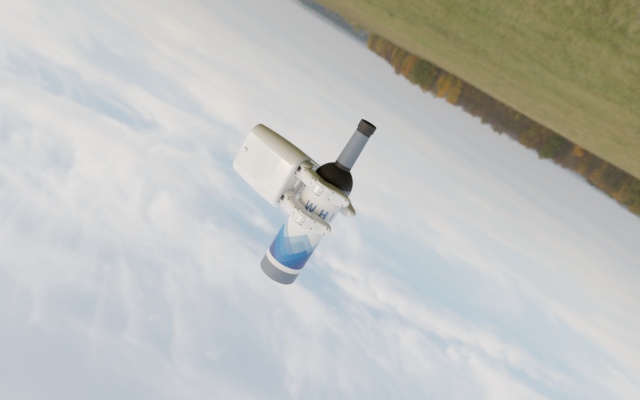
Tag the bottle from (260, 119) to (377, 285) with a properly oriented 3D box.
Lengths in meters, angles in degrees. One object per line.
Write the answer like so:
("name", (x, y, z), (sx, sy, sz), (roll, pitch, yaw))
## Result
("bottle", (0.000, 0.003, 0.765), (0.069, 0.296, 0.069), (28, 19, -10))
